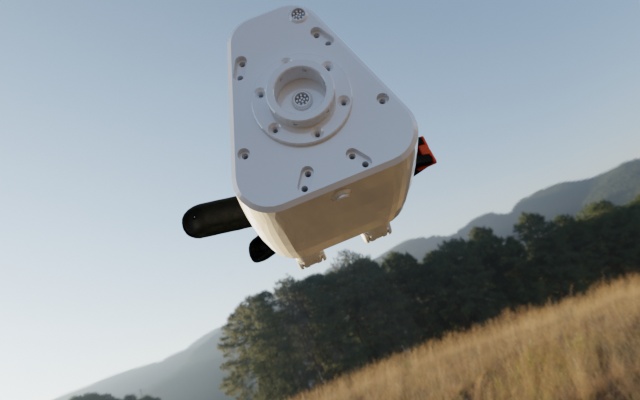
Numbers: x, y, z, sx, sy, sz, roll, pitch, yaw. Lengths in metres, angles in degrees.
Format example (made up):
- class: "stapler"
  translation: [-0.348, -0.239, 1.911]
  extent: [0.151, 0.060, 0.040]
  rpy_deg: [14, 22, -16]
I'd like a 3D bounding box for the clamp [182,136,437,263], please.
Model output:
- class: "clamp"
  translation: [0.000, 0.000, 0.430]
  extent: [0.210, 0.036, 0.165]
  rpy_deg: [-22, -17, -2]
